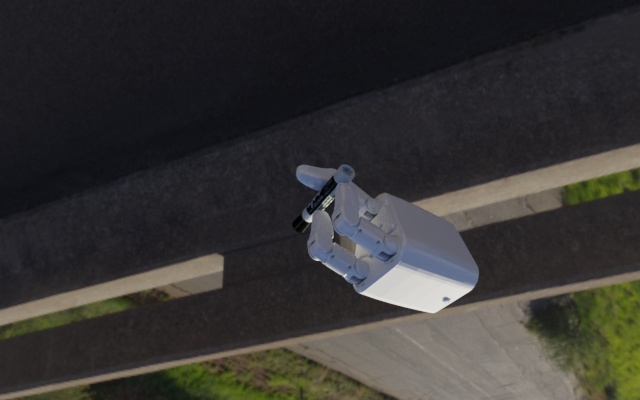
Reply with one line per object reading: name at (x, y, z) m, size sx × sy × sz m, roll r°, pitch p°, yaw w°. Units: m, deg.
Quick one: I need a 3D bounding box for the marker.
marker at (0.000, 0.002, 0.548) m, size 0.020 × 0.020 × 0.121 m, roll 0°, pitch -33°, yaw -35°
